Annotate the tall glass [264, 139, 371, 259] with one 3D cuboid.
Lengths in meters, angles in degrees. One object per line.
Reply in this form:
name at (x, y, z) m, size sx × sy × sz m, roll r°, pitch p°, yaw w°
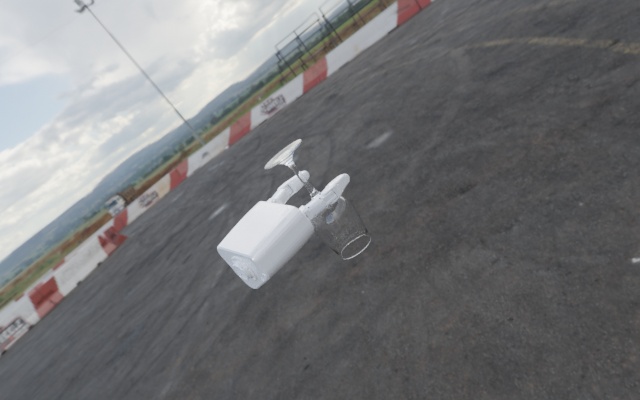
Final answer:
tall glass at (0.000, 0.002, 0.774) m, size 0.079 × 0.201 × 0.079 m, roll -35°, pitch 16°, yaw 12°
